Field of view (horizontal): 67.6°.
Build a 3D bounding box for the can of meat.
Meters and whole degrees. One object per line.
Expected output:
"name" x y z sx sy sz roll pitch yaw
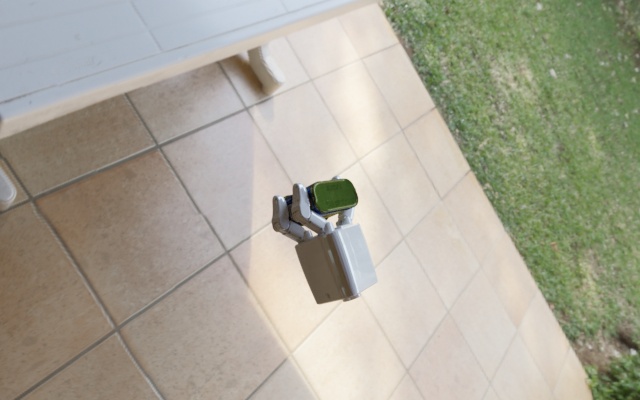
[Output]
"can of meat" 0.000 0.002 0.792 0.102 0.057 0.084 -10 -10 -42
